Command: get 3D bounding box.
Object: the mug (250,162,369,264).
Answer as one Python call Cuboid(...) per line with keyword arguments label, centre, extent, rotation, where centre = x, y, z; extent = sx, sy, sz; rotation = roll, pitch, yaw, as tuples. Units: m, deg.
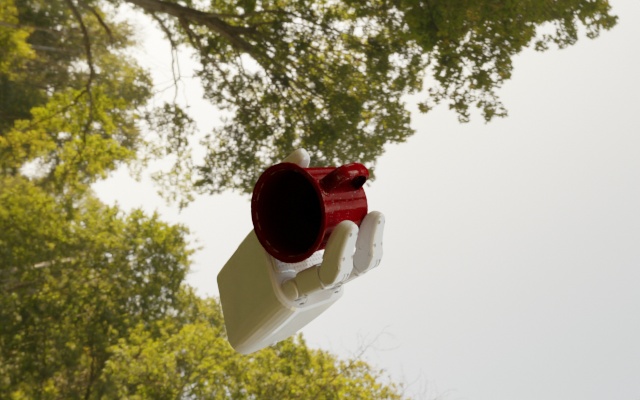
Cuboid(label="mug", centre=(0.001, 0.001, 0.459), extent=(0.081, 0.093, 0.117), rotation=(-7, -30, -51))
